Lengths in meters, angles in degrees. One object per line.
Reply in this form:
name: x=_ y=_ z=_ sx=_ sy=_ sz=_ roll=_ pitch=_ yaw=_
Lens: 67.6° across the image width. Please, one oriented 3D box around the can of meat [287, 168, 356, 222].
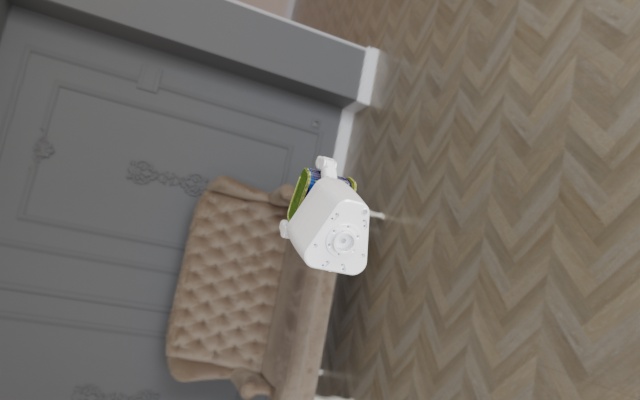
can of meat: x=0.000 y=0.002 z=0.787 sx=0.084 sy=0.102 sz=0.057 roll=14 pitch=18 yaw=-19
